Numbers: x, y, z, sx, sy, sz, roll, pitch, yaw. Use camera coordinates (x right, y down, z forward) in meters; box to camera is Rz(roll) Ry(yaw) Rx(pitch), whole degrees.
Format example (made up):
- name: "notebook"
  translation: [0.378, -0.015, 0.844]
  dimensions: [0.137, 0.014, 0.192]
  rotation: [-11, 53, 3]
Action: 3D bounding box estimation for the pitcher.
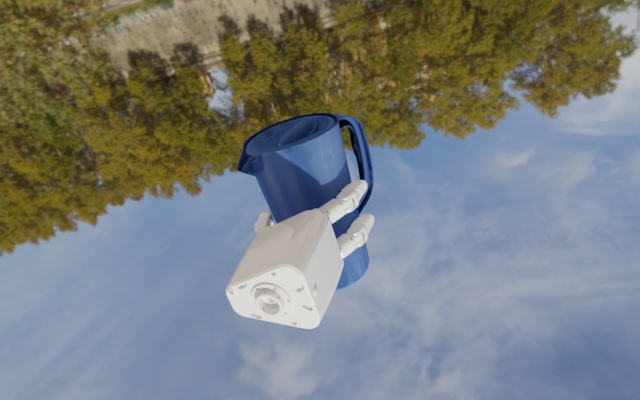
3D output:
- name: "pitcher"
  translation: [0.000, 0.002, 0.685]
  dimensions: [0.149, 0.243, 0.145]
  rotation: [-8, 27, 20]
